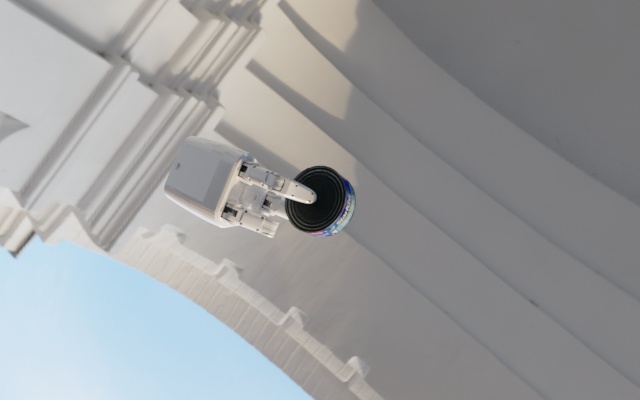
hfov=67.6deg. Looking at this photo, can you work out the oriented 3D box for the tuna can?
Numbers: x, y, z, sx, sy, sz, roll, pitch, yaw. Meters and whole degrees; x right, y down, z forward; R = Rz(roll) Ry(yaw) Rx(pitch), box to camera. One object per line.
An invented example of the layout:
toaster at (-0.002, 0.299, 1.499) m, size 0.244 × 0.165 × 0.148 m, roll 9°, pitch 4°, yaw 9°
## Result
tuna can at (0.000, 0.002, 0.596) m, size 0.086 × 0.086 × 0.034 m, roll 0°, pitch -15°, yaw 29°
